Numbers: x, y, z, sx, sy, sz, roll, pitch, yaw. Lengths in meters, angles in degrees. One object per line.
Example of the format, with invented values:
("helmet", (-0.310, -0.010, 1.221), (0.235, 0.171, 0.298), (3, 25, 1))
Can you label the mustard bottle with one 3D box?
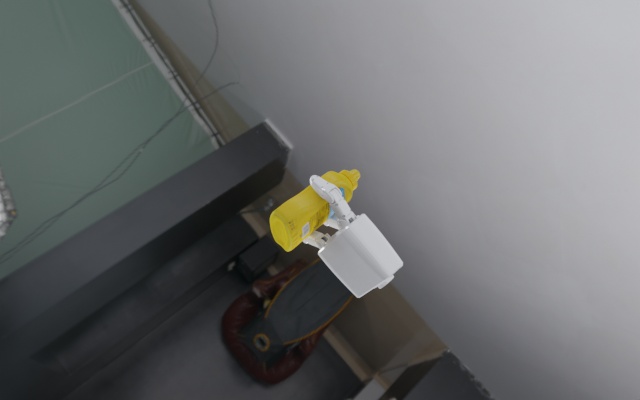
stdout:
("mustard bottle", (0.000, 0.003, 0.834), (0.191, 0.096, 0.058), (-38, 61, -26))
